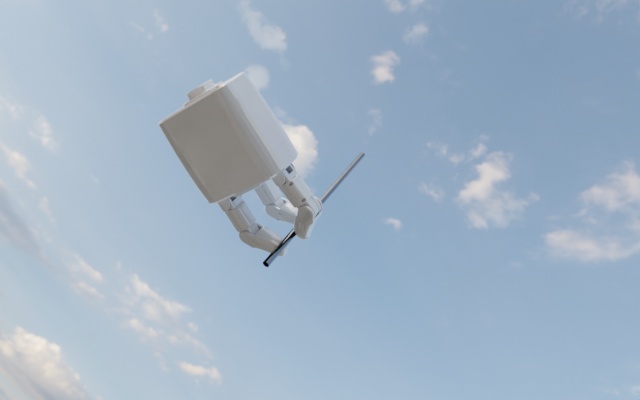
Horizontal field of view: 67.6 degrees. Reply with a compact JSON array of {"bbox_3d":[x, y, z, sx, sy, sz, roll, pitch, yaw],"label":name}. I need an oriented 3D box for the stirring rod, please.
[{"bbox_3d":[0.000,0.002,0.596,0.011,0.011,0.239,0,34,36],"label":"stirring rod"}]
